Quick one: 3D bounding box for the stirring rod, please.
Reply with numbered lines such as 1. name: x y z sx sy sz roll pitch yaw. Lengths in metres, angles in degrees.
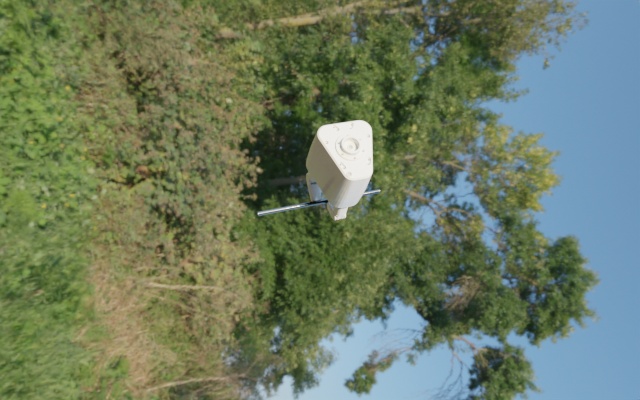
1. stirring rod: 0.000 0.003 0.899 0.239 0.011 0.011 -11 3 -15
